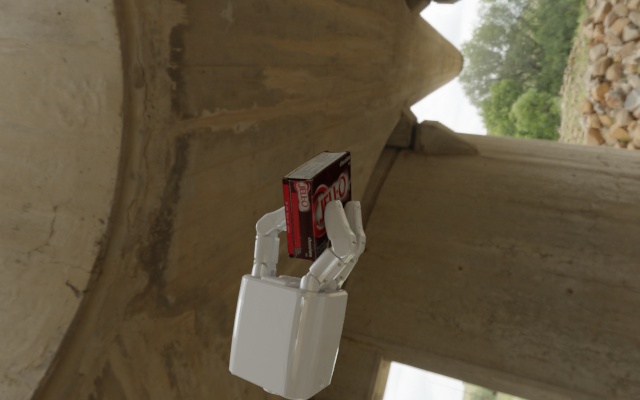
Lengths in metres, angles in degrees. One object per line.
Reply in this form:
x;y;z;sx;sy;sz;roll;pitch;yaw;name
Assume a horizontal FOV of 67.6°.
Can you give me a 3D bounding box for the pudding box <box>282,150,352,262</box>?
0.000;0.002;0.521;0.039;0.090;0.113;6;23;20;pudding box
